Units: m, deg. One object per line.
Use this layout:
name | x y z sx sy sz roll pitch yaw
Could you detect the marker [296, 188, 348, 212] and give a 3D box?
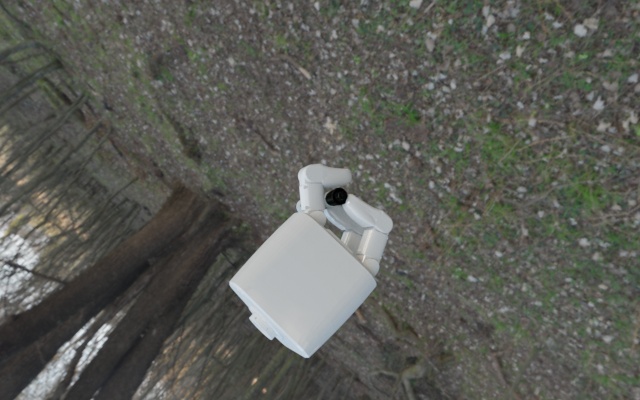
marker | 0.000 0.002 0.549 0.020 0.020 0.121 0 -6 -22
